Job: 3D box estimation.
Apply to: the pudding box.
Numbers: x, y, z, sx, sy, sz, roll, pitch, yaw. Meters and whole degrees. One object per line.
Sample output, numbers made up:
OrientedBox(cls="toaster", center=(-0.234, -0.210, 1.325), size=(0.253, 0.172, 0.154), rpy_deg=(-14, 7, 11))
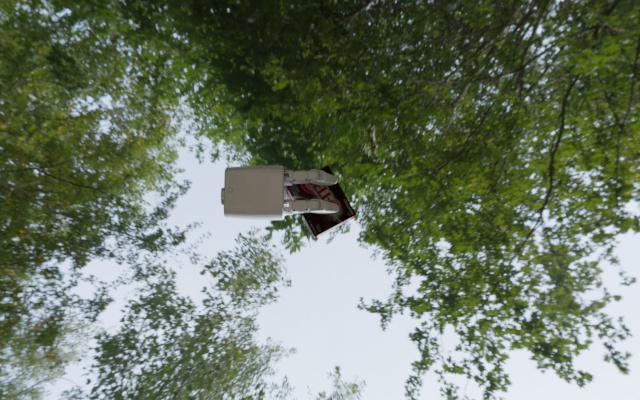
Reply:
OrientedBox(cls="pudding box", center=(0.000, 0.003, 0.894), size=(0.090, 0.113, 0.039), rpy_deg=(-27, -9, -11))
